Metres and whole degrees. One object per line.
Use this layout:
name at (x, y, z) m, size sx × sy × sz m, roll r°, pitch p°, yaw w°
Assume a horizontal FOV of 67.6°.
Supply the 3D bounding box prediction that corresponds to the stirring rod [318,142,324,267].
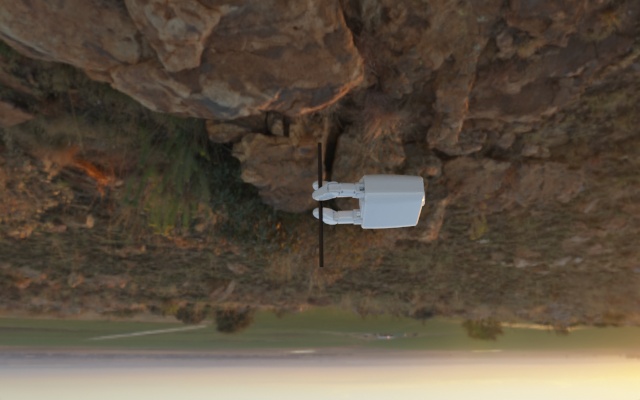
stirring rod at (0.000, 0.003, 0.879) m, size 0.011 × 0.239 × 0.011 m, roll -1°, pitch -20°, yaw 0°
